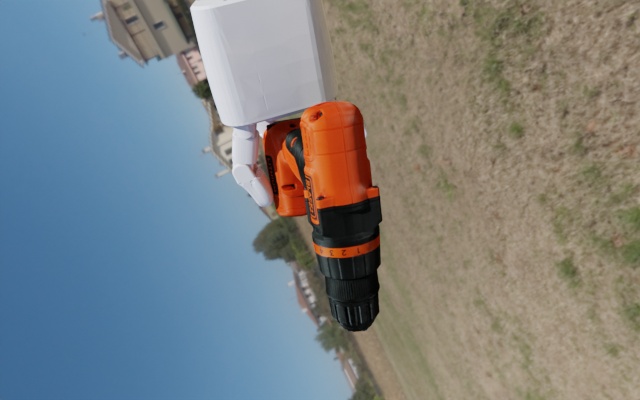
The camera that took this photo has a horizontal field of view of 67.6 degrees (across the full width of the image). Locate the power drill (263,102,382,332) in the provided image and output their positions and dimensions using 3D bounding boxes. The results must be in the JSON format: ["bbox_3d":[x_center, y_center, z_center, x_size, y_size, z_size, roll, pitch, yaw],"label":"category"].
[{"bbox_3d":[0.000,0.001,0.430,0.057,0.184,0.187,-11,17,-16],"label":"power drill"}]
